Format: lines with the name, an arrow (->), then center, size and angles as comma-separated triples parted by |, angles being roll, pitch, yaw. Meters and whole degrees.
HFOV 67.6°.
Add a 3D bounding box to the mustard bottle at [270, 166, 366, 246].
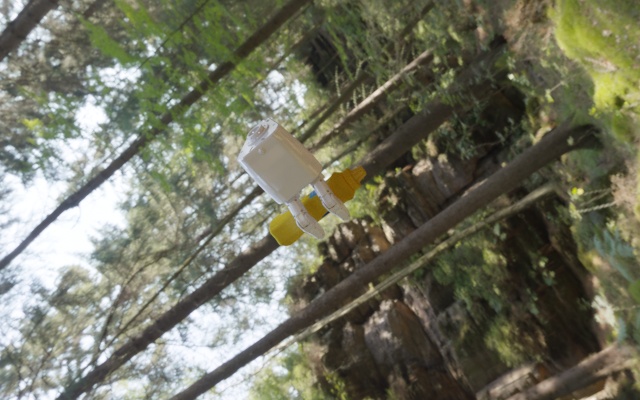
mustard bottle -> 0.000, 0.003, 0.846 | 0.192, 0.058, 0.096 | -38, 2, 15
